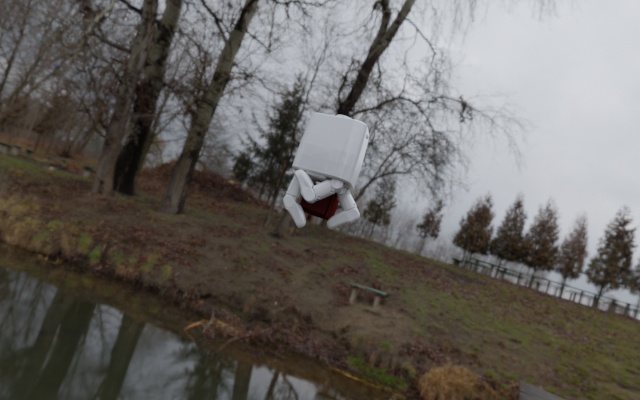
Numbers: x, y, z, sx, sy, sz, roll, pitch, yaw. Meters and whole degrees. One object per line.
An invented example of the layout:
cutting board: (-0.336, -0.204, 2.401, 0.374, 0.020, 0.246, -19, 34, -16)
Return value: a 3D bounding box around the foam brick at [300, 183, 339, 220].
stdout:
foam brick: (0.000, 0.003, 0.871, 0.053, 0.051, 0.078, 18, -6, 11)
